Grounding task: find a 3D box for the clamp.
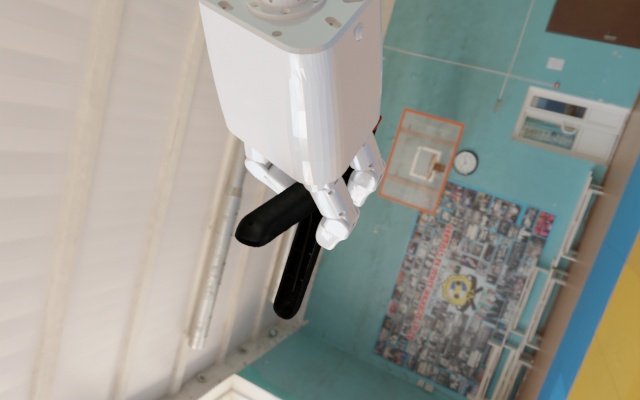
[{"bbox_3d":[0.000,0.001,0.436,0.036,0.210,0.165,22,-34,18],"label":"clamp"}]
